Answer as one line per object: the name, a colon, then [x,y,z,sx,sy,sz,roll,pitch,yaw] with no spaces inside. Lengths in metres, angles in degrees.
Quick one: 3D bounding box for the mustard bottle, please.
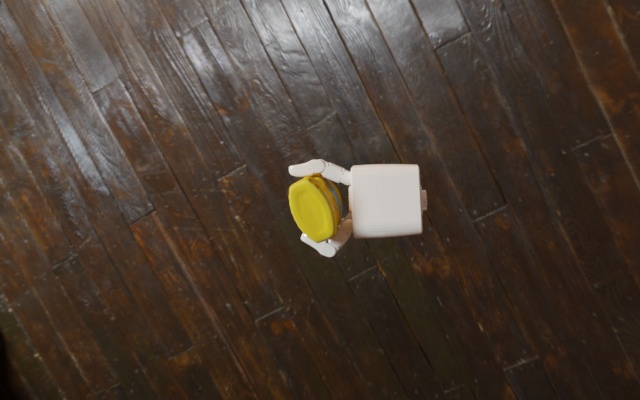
mustard bottle: [0.000,0.003,0.782,0.058,0.096,0.191,-27,4,11]
